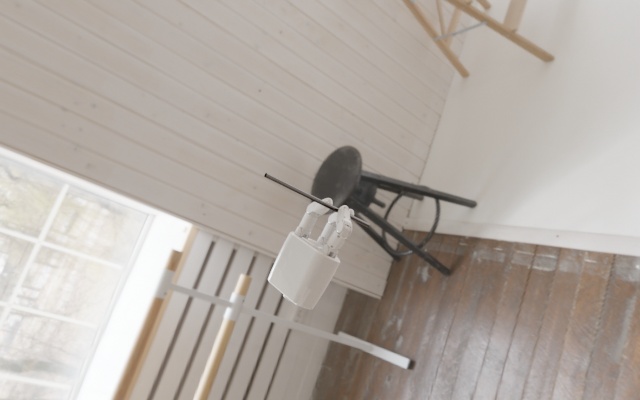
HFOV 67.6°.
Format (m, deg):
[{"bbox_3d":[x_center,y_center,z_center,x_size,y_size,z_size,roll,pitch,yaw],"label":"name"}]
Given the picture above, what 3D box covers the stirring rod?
[{"bbox_3d":[0.000,0.003,0.866,0.239,0.011,0.011,26,-14,-31],"label":"stirring rod"}]
